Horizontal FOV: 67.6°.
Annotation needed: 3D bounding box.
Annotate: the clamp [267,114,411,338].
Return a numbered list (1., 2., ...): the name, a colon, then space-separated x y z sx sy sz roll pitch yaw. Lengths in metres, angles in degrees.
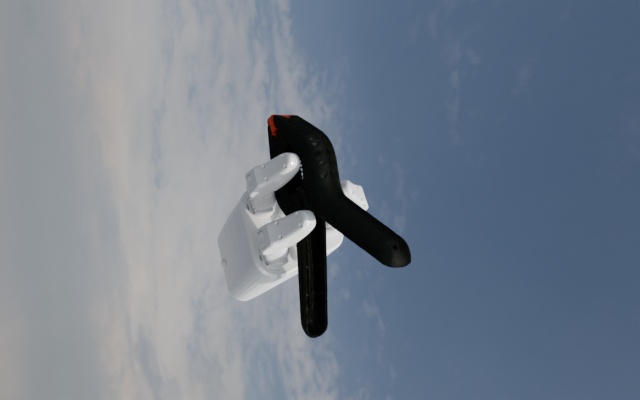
1. clamp: 0.001 0.001 0.423 0.036 0.210 0.165 -4 -23 -32
